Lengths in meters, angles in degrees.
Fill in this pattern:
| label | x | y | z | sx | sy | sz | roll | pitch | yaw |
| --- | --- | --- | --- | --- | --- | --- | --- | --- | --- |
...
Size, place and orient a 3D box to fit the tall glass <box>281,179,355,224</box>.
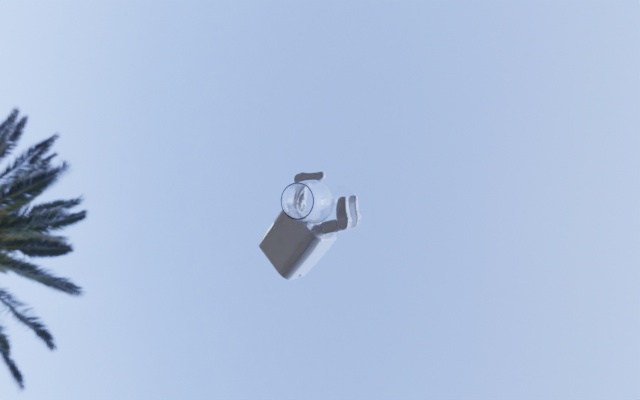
| label | x | y | z | sx | sy | sz | roll | pitch | yaw |
| --- | --- | --- | --- | --- | --- | --- | --- | --- | --- |
| tall glass | 0.000 | 0.003 | 0.879 | 0.079 | 0.079 | 0.201 | 0 | -1 | 23 |
